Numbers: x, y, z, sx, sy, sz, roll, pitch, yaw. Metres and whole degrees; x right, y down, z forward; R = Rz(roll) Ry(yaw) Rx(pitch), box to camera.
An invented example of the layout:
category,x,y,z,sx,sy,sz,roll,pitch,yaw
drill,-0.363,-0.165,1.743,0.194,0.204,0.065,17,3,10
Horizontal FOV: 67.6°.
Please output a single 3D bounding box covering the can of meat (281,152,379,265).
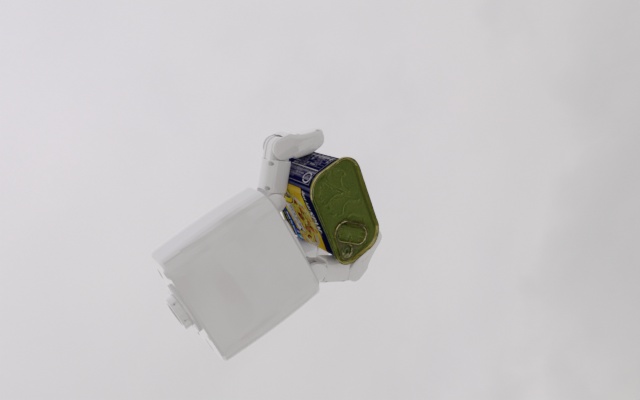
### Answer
category,x,y,z,sx,sy,sz,roll,pitch,yaw
can of meat,0.000,0.001,0.462,0.057,0.102,0.084,-37,34,-24
